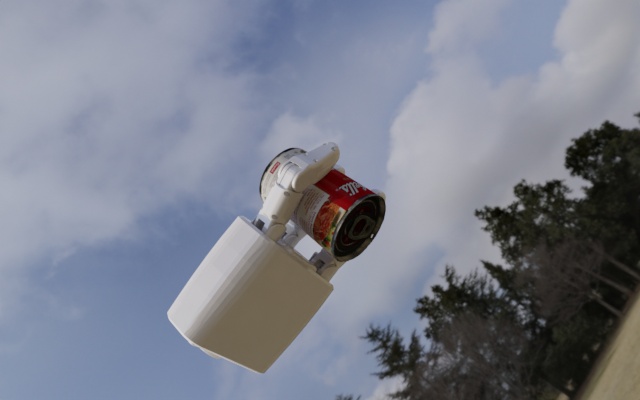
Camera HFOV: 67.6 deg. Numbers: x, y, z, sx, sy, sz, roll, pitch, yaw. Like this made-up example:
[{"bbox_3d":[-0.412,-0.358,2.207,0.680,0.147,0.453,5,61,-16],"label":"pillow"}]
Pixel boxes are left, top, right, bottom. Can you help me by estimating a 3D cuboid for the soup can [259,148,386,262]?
[{"bbox_3d":[0.000,0.001,0.443,0.102,0.068,0.068,34,20,33],"label":"soup can"}]
